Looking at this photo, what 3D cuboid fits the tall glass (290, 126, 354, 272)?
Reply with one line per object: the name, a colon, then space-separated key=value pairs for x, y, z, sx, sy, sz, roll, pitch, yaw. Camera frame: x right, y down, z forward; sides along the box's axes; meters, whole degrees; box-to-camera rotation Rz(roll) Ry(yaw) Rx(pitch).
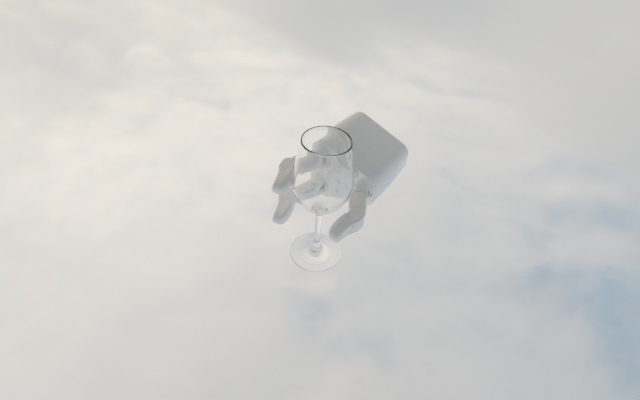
tall glass: x=0.000 y=0.003 z=0.625 sx=0.079 sy=0.201 sz=0.079 roll=3 pitch=43 yaw=-3
